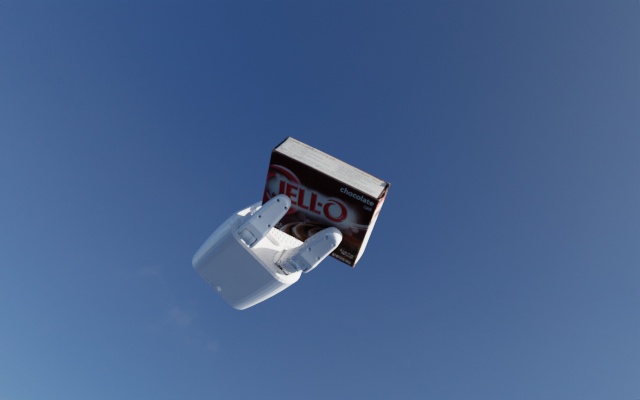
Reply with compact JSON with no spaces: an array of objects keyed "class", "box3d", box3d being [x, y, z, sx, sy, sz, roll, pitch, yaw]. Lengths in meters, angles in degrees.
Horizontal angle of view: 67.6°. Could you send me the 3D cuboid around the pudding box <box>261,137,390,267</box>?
[{"class":"pudding box","box3d":[0.000,0.001,0.466,0.113,0.090,0.039,24,40,10]}]
